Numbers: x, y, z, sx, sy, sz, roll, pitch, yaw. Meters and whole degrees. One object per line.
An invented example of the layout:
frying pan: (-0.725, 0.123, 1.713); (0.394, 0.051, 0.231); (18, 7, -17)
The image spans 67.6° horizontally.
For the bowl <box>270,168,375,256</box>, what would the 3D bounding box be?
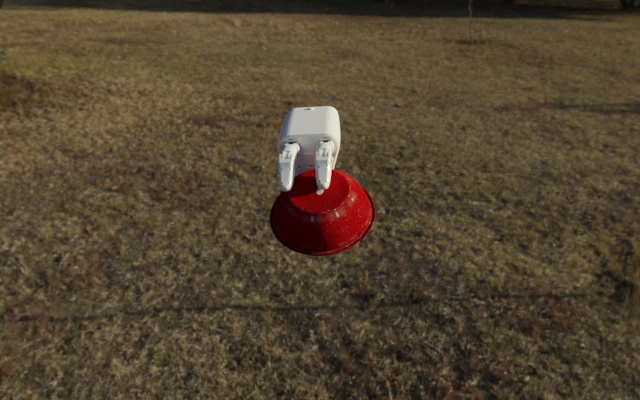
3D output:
bowl: (0.000, 0.003, 0.708); (0.162, 0.162, 0.055); (0, -42, 7)
